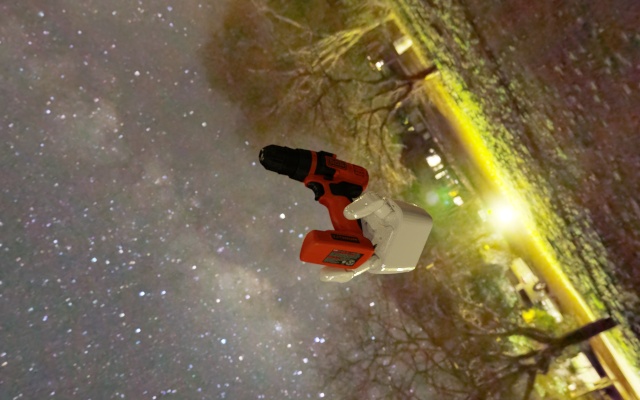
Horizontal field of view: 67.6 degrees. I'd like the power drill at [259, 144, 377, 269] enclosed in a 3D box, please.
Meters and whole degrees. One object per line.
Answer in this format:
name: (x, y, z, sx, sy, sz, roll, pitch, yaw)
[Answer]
power drill: (0.000, 0.003, 0.702, 0.184, 0.187, 0.057, 11, -41, -24)
